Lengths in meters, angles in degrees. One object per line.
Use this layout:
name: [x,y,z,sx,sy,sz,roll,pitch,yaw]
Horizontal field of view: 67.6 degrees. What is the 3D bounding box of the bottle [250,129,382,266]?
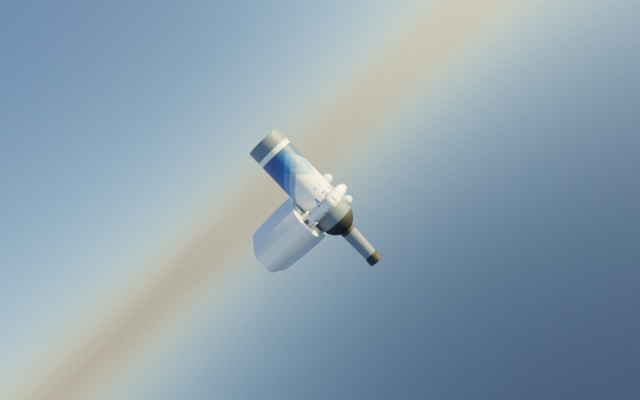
bottle: [0.000,0.003,0.849,0.069,0.296,0.069,-43,5,4]
